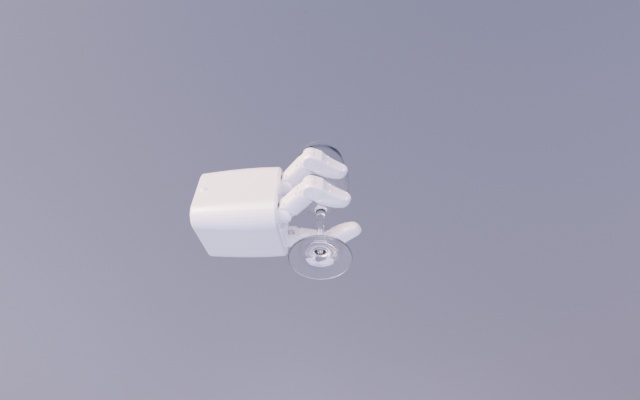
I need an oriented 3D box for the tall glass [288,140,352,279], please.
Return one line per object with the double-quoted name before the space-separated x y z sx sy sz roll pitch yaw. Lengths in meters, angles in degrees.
"tall glass" 0.000 0.003 0.623 0.079 0.079 0.200 0 41 1
